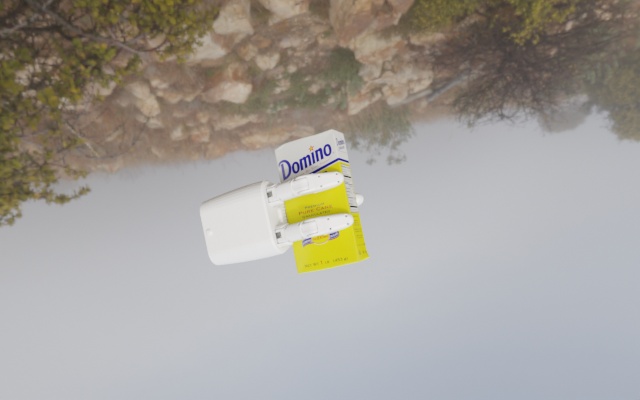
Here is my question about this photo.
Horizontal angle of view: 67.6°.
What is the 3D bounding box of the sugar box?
[{"bbox_3d":[0.000,0.002,0.639,0.093,0.176,0.048,-15,-6,23],"label":"sugar box"}]
